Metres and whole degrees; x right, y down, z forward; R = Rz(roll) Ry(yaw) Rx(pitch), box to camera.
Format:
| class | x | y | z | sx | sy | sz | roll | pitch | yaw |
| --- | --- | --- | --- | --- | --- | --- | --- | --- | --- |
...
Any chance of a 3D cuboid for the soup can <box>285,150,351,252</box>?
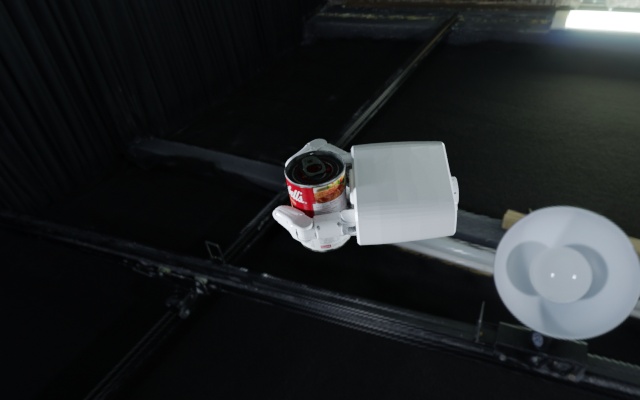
| class | x | y | z | sx | sy | sz | roll | pitch | yaw |
| --- | --- | --- | --- | --- | --- | --- | --- | --- | --- |
| soup can | 0.000 | 0.002 | 0.559 | 0.068 | 0.102 | 0.068 | -5 | 39 | 4 |
